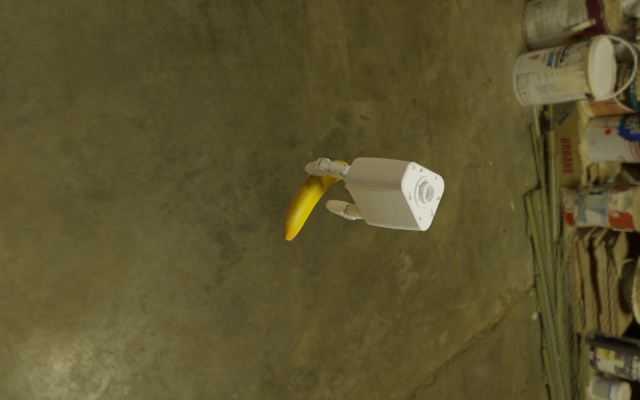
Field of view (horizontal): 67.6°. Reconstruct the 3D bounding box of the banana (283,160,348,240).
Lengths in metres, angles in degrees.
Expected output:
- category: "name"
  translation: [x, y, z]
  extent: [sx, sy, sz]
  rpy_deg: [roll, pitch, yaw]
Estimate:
- category: "banana"
  translation: [-0.003, -0.014, 0.817]
  extent: [0.037, 0.070, 0.197]
  rpy_deg: [10, 42, 41]
